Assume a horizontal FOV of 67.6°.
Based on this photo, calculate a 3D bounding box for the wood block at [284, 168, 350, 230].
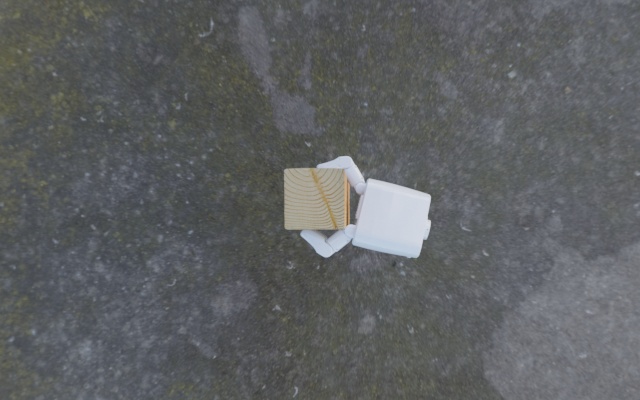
[{"bbox_3d":[0.001,0.002,0.791,0.090,0.091,0.206,0,-3,5],"label":"wood block"}]
